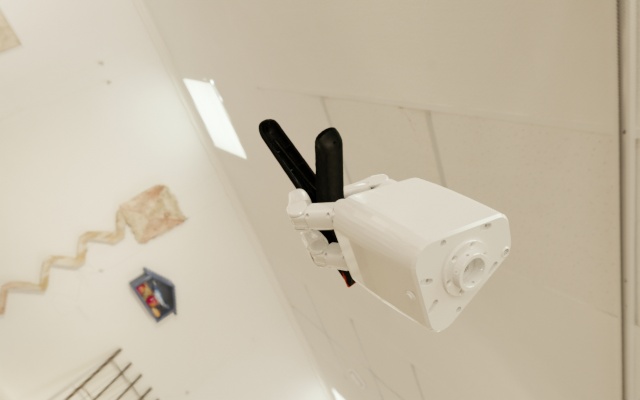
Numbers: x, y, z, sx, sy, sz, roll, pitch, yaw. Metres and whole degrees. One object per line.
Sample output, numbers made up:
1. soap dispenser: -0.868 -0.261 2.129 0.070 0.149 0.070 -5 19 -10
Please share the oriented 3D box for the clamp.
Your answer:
1. clamp: 0.001 0.002 0.528 0.036 0.210 0.164 -31 31 -17
